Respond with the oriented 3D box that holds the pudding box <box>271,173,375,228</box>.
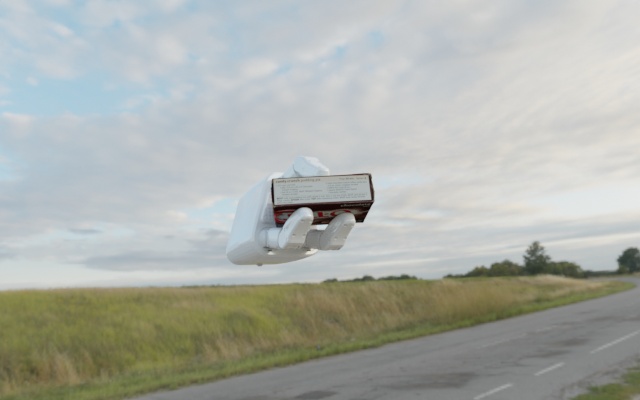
[{"bbox_3d":[0.000,0.002,0.554,0.113,0.039,0.090,-5,-16,-4],"label":"pudding box"}]
